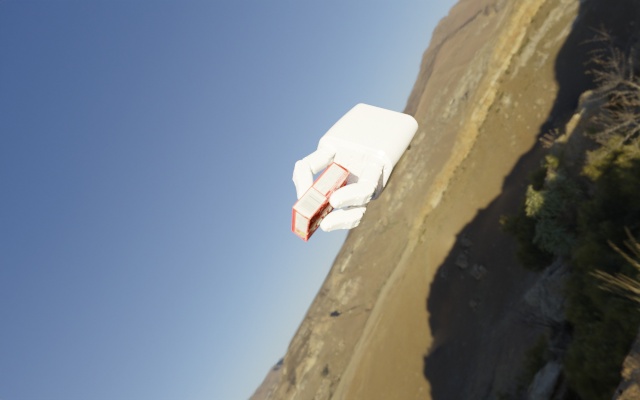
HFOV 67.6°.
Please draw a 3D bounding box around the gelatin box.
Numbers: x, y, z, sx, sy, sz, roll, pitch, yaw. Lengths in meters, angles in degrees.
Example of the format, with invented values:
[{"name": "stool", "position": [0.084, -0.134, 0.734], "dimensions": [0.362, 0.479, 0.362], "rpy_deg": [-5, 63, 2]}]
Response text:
[{"name": "gelatin box", "position": [0.000, 0.002, 0.626], "dimensions": [0.030, 0.089, 0.073], "rpy_deg": [35, -24, 12]}]
